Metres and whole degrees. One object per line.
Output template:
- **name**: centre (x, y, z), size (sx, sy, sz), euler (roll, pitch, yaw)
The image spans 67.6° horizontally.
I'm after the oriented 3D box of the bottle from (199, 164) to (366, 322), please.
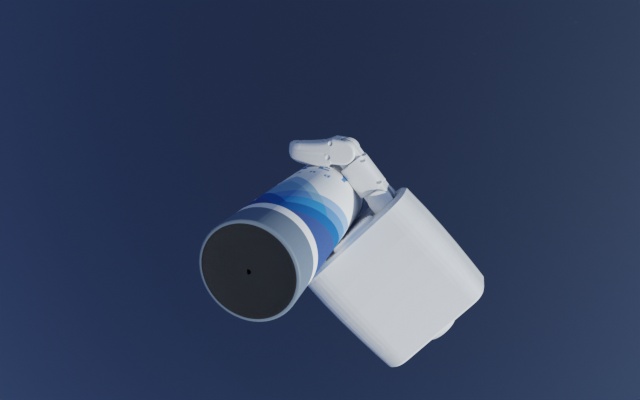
- **bottle**: centre (0.000, 0.001, 0.417), size (0.069, 0.069, 0.295), euler (0, 16, 18)
